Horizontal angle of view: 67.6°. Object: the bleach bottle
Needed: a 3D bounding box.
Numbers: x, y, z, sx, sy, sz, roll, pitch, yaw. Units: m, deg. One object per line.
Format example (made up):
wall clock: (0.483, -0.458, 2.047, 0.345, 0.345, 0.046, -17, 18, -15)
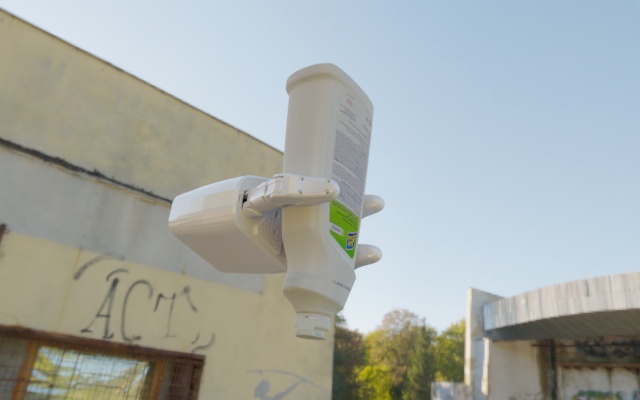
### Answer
bleach bottle: (0.000, 0.001, 0.457, 0.068, 0.250, 0.103, -10, -27, 36)
